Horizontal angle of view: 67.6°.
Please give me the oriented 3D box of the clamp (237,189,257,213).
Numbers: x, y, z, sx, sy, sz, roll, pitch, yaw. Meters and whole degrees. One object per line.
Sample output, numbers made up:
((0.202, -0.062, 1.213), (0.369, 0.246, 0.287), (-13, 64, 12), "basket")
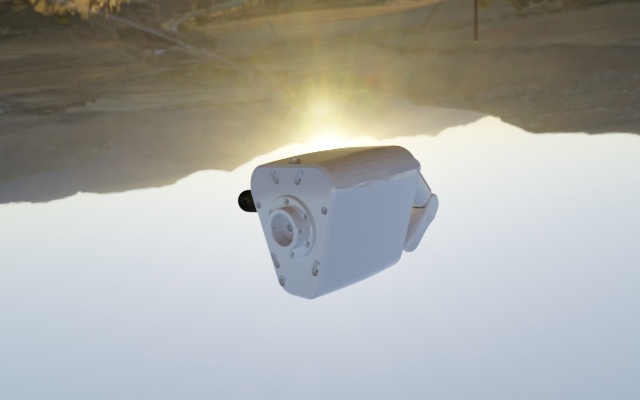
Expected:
((0.000, 0.002, 0.503), (0.171, 0.039, 0.120), (3, 12, 43), "clamp")
